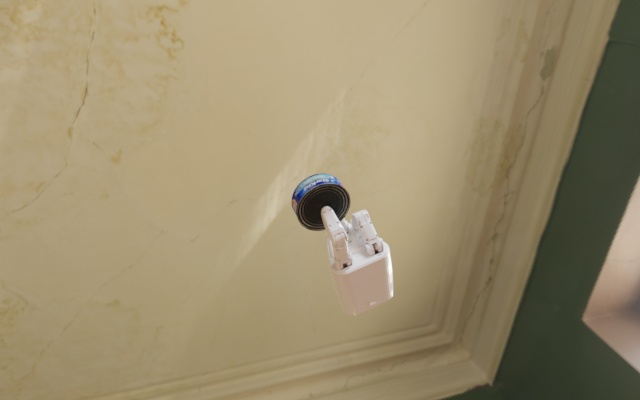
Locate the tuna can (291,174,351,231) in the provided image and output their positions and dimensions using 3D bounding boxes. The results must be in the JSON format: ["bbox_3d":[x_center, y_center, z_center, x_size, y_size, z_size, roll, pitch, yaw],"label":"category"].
[{"bbox_3d":[0.000,0.002,0.725,0.086,0.086,0.033,0,33,-24],"label":"tuna can"}]
